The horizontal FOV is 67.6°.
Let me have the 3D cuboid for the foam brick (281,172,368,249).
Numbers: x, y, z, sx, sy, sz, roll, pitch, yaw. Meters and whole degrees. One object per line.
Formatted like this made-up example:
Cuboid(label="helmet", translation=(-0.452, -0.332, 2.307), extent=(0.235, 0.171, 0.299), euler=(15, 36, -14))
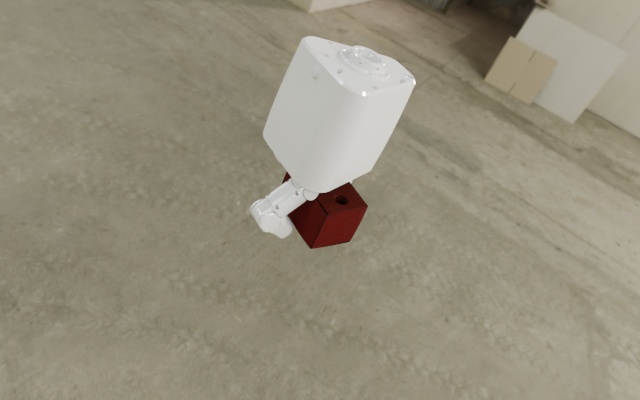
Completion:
Cuboid(label="foam brick", translation=(0.000, 0.002, 0.484), extent=(0.053, 0.051, 0.078), euler=(-9, 50, -37))
